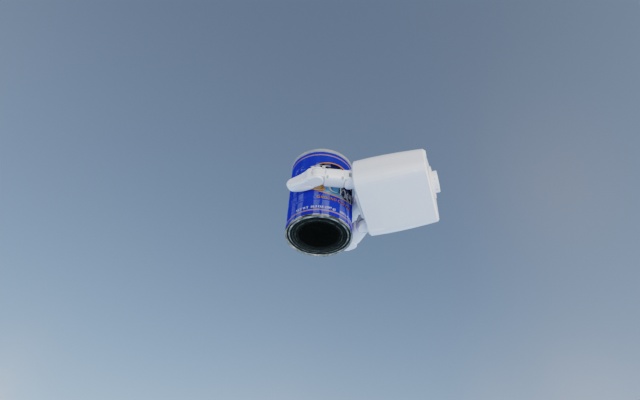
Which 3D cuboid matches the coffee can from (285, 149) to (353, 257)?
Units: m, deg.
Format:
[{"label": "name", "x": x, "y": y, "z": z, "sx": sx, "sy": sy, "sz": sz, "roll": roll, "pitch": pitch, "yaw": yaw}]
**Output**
[{"label": "coffee can", "x": 0.000, "y": 0.002, "z": 0.757, "sx": 0.103, "sy": 0.140, "sz": 0.103, "roll": 2, "pitch": -42, "yaw": 2}]
